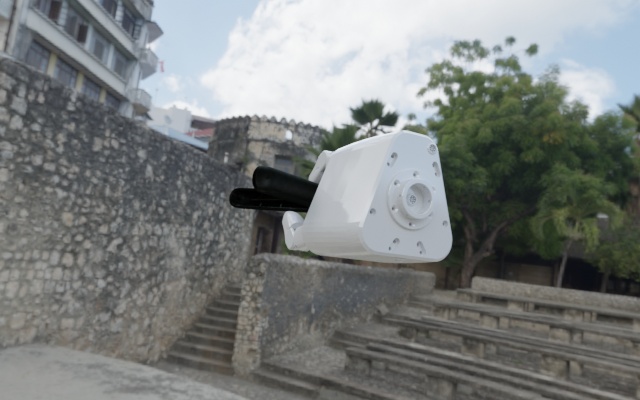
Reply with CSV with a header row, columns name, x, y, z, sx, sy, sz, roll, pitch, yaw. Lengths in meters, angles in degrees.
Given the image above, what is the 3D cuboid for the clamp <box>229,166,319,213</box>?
name,x,y,z,sx,sy,sz,roll,pitch,yaw
clamp,0.001,0.001,0.548,0.210,0.036,0.164,10,-9,-24
